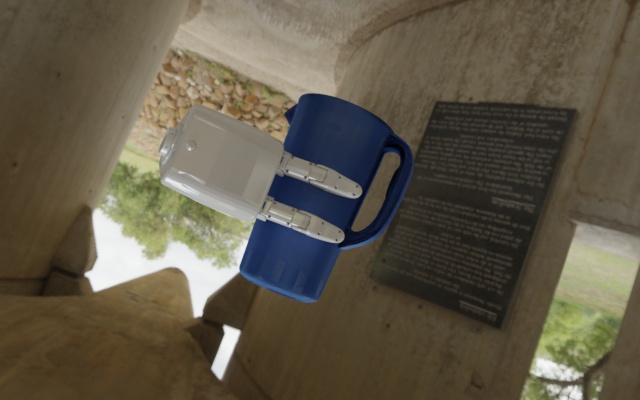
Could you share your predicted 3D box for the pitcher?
[{"bbox_3d":[0.000,0.002,0.601,0.145,0.243,0.149,25,-7,-26],"label":"pitcher"}]
